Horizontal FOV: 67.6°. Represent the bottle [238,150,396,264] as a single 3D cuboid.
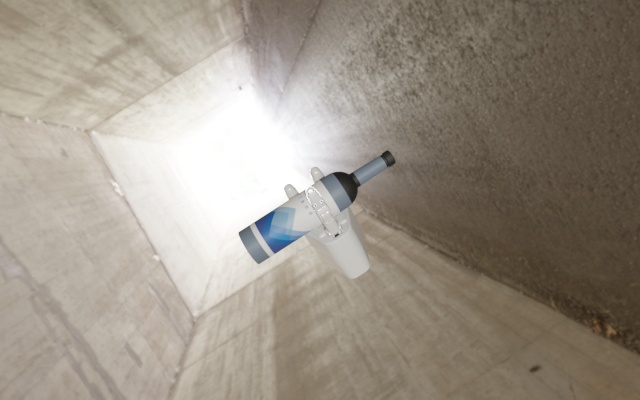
[{"bbox_3d":[0.000,0.003,0.826,0.295,0.069,0.069,-33,1,-2],"label":"bottle"}]
